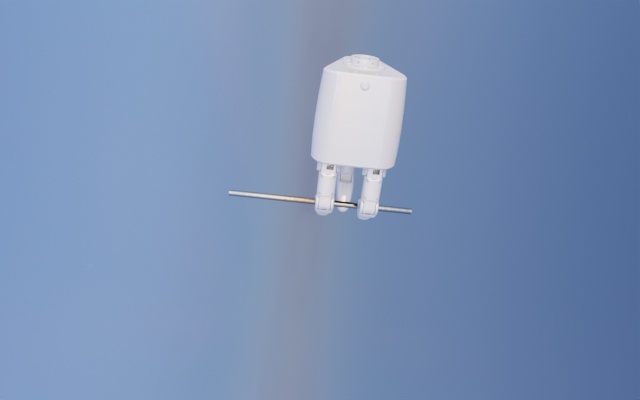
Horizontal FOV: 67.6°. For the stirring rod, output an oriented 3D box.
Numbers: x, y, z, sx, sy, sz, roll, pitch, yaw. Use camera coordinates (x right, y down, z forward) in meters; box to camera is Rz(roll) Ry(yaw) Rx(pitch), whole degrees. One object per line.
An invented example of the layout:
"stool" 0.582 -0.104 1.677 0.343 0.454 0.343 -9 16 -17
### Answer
"stirring rod" 0.000 0.002 0.630 0.239 0.011 0.011 6 0 -1
